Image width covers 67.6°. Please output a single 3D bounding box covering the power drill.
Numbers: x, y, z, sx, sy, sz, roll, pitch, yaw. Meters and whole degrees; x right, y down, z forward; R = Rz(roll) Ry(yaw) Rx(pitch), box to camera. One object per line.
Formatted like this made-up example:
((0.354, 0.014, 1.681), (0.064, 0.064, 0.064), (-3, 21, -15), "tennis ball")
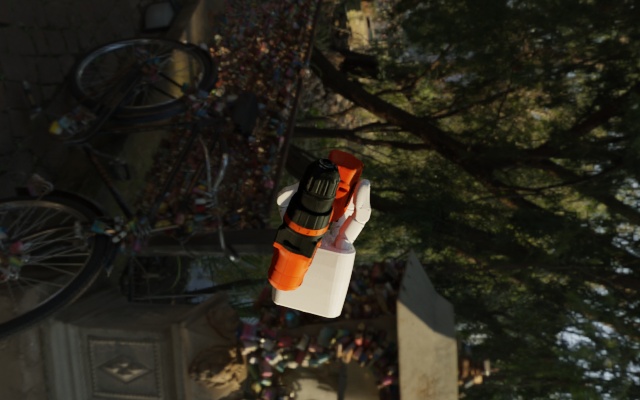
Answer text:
((0.000, 0.002, 0.613), (0.057, 0.184, 0.187), (27, 32, 7), "power drill")
